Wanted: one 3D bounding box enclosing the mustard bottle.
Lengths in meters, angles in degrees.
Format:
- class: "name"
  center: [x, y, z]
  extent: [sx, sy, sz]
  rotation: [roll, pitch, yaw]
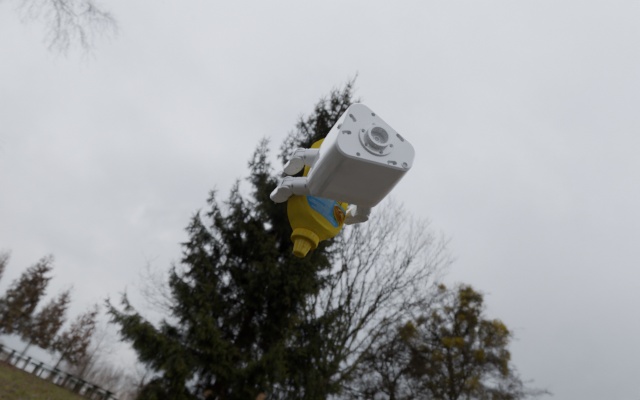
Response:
- class: "mustard bottle"
  center: [0.000, 0.002, 0.731]
  extent: [0.058, 0.191, 0.096]
  rotation: [-18, -50, 45]
